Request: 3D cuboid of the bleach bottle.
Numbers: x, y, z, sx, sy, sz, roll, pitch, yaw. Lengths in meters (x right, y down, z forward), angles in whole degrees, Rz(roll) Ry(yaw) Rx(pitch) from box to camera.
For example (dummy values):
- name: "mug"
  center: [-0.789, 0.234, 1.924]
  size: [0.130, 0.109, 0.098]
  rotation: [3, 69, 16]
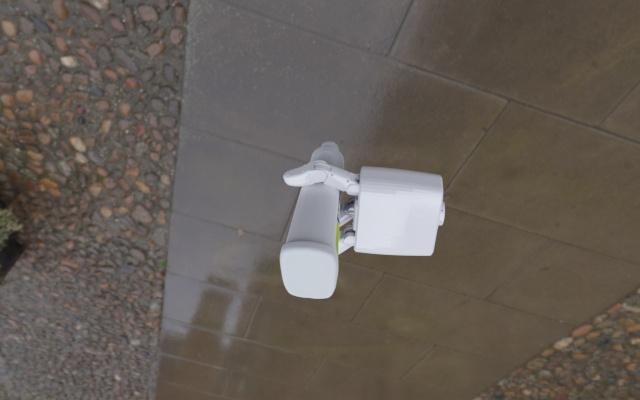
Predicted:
- name: "bleach bottle"
  center: [0.000, 0.002, 0.650]
  size: [0.068, 0.250, 0.103]
  rotation: [5, -44, 5]
